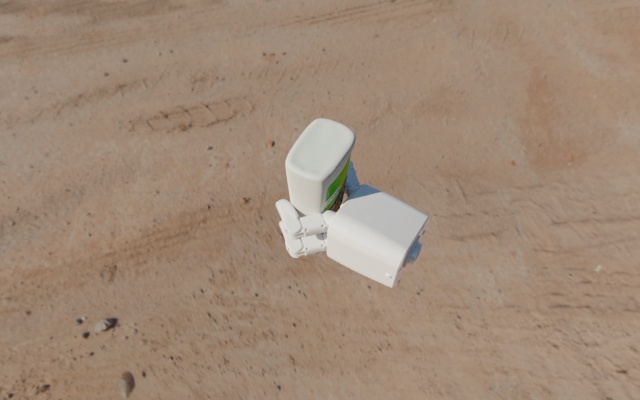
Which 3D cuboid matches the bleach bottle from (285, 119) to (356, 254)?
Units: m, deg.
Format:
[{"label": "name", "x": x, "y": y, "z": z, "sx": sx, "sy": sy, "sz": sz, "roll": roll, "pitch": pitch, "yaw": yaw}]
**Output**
[{"label": "bleach bottle", "x": 0.000, "y": 0.002, "z": 0.702, "sx": 0.068, "sy": 0.102, "sz": 0.251, "roll": 25, "pitch": -29, "yaw": 16}]
